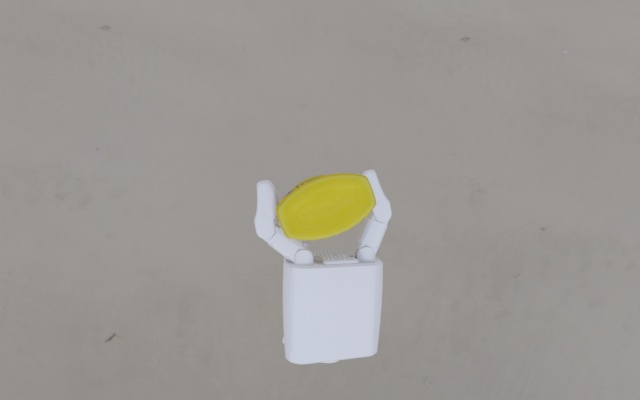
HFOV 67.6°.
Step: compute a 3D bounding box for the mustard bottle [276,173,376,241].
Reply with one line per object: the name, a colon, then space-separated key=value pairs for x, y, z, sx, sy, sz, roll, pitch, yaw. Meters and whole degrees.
mustard bottle: x=0.000 y=0.001 z=0.544 sx=0.096 sy=0.058 sz=0.191 roll=-22 pitch=4 yaw=-2
